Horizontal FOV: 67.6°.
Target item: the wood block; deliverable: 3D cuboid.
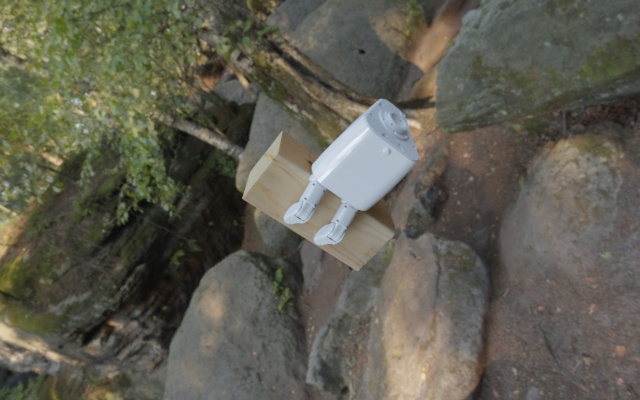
[{"bbox_3d":[0.000,0.002,0.708,0.206,0.090,0.090,34,24,-17],"label":"wood block"}]
